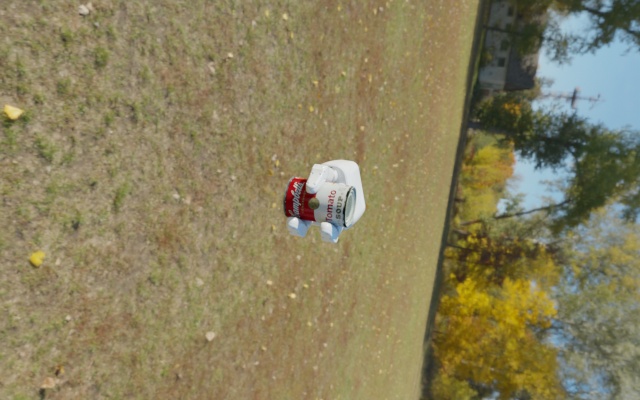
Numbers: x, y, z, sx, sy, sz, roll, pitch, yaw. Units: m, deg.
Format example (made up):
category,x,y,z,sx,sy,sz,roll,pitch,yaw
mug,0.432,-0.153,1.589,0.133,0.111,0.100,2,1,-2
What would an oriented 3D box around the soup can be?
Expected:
category,x,y,z,sx,sy,sz,roll,pitch,yaw
soup can,0.000,0.003,0.761,0.102,0.068,0.068,10,3,17
